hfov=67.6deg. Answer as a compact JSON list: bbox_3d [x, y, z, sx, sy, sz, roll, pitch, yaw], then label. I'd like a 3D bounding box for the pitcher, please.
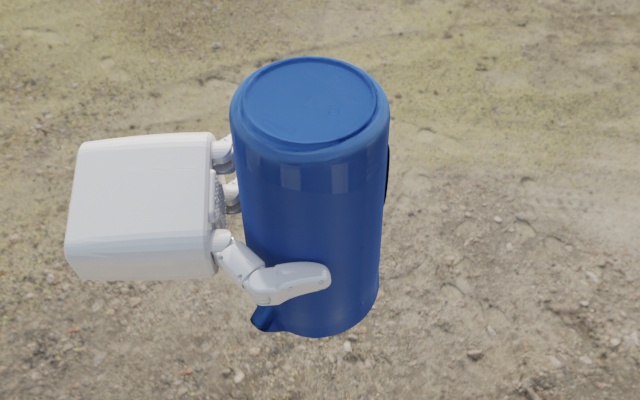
[{"bbox_3d":[0.000,0.001,0.410,0.145,0.149,0.243,-2,-39,-2],"label":"pitcher"}]
